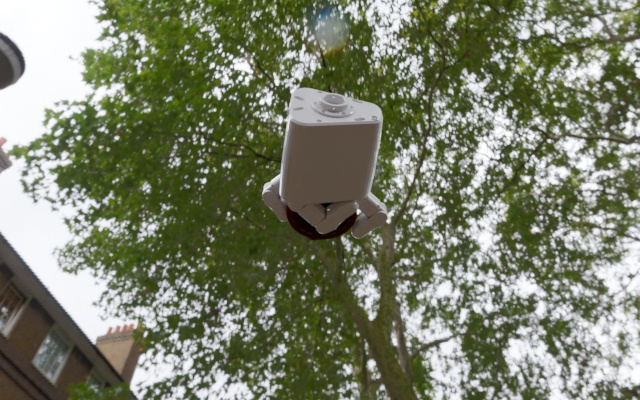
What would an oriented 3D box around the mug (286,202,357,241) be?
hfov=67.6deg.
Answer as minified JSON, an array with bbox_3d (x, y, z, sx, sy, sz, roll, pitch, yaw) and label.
[{"bbox_3d":[0.000,0.003,0.664,0.093,0.117,0.081,7,38,-5],"label":"mug"}]
